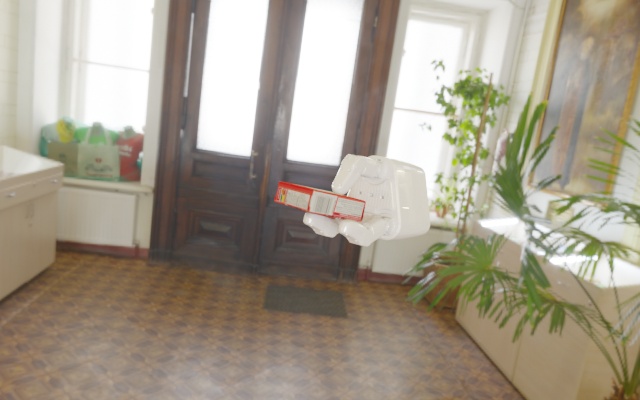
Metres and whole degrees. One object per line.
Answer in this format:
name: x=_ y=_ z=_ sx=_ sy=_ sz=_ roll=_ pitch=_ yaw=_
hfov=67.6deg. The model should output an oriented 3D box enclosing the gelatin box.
gelatin box: x=0.000 y=0.001 z=0.592 sx=0.089 sy=0.030 sz=0.073 roll=12 pitch=3 yaw=-40
